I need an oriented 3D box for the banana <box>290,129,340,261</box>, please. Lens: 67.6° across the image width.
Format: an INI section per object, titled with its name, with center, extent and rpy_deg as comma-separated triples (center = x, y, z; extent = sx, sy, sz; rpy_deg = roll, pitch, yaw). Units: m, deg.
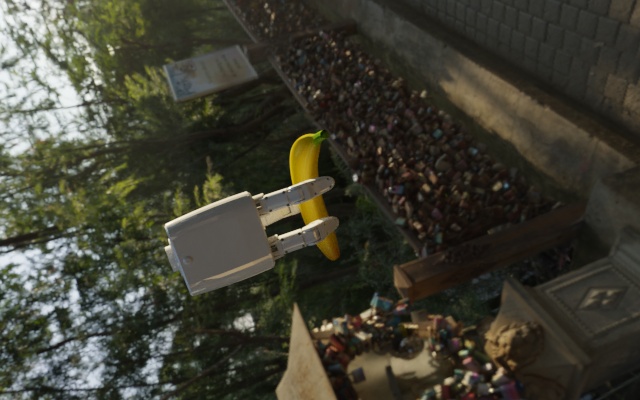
[banana]
center = -0.010, -0.009, 0.640
extent = 0.037, 0.198, 0.069
rpy_deg = -23, 35, -22
